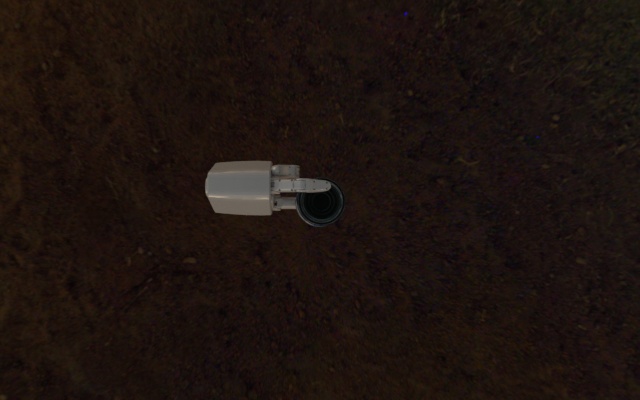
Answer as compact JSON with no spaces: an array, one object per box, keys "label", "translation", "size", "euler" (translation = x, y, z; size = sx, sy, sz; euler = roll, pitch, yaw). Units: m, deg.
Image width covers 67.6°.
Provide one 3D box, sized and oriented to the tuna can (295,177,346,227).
[{"label":"tuna can","translation":[0.000,0.003,0.829],"size":[0.086,0.086,0.034],"euler":[0,-5,-7]}]
